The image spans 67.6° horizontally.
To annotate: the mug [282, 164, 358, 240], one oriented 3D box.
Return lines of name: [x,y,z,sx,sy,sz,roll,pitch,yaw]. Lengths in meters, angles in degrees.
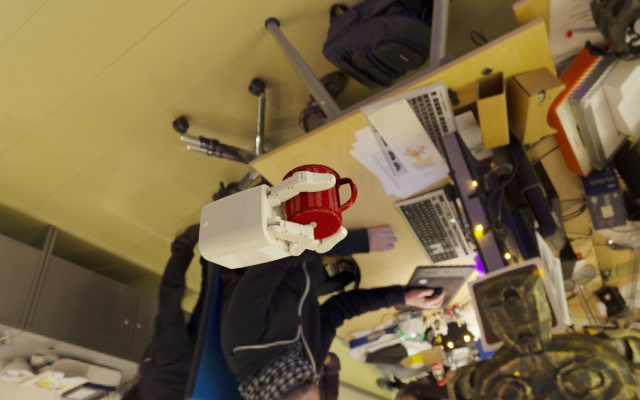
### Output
mug: [0.002,0.002,0.713,0.117,0.081,0.093,-17,-39,14]
